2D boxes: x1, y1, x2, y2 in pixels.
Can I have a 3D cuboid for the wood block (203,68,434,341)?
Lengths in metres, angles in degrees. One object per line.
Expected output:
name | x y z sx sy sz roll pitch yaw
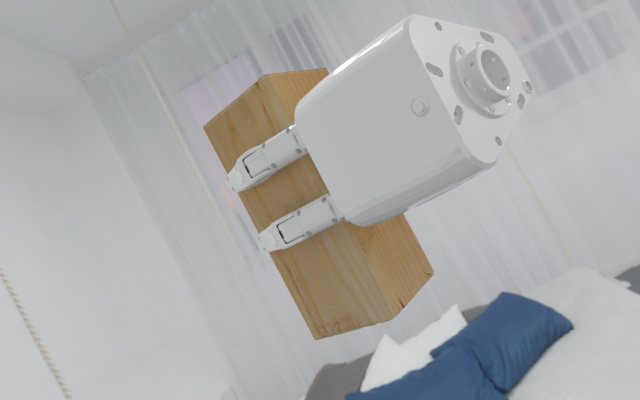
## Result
wood block | 0.000 0.001 0.415 0.090 0.206 0.091 -28 -1 38
